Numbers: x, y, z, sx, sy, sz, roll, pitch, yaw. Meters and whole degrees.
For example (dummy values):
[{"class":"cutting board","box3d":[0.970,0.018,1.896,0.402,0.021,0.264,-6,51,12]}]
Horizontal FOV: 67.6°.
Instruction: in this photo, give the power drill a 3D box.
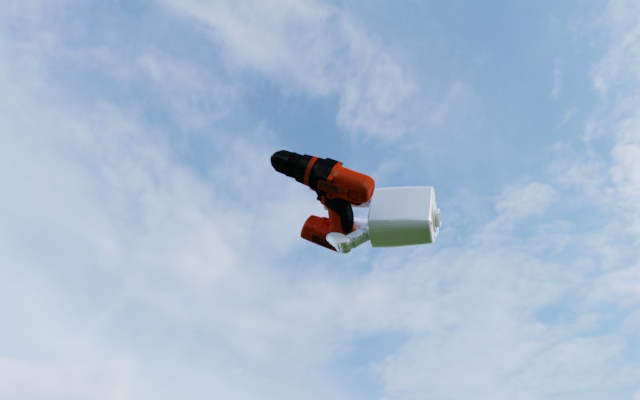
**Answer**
[{"class":"power drill","box3d":[0.000,0.003,0.837,0.184,0.057,0.188,21,-37,18]}]
